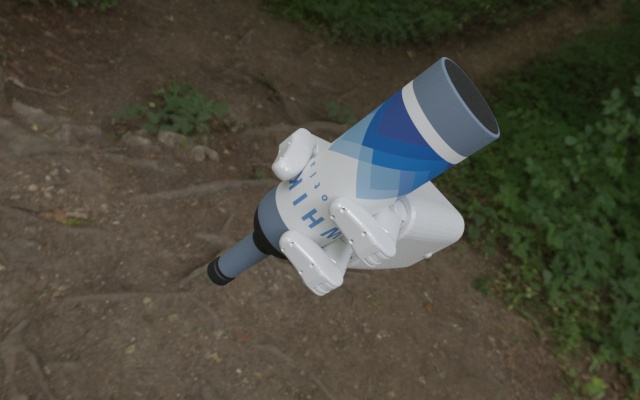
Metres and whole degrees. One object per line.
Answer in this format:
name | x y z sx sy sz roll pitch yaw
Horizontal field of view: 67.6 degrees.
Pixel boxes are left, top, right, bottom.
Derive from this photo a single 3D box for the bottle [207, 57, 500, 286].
bottle | 0.000 0.001 0.401 0.296 0.069 0.069 -35 -20 32
